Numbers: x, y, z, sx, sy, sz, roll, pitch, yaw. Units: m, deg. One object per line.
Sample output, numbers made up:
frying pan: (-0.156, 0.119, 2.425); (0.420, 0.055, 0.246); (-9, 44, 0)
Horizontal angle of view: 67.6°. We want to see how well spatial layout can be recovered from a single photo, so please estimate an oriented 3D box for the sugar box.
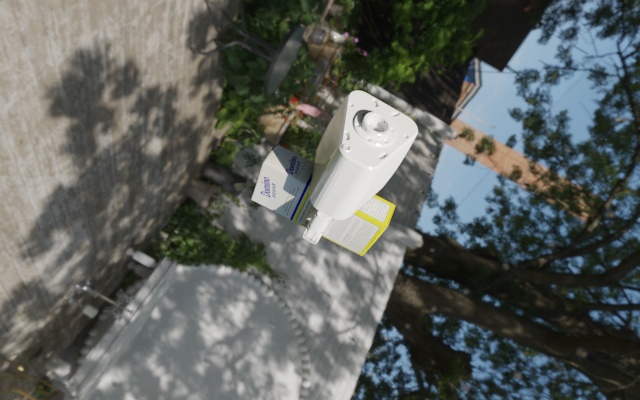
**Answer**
sugar box: (0.000, 0.002, 0.639); (0.176, 0.048, 0.093); (30, -36, 0)
